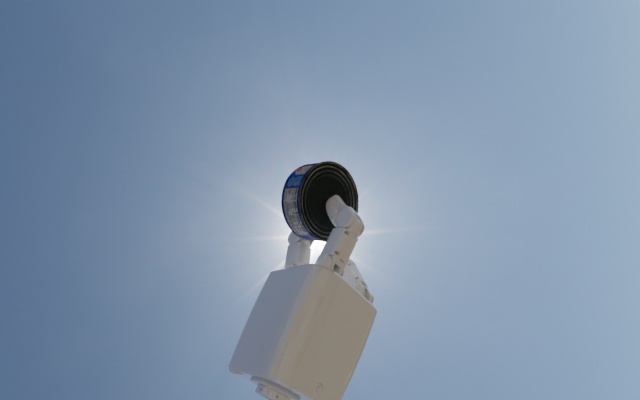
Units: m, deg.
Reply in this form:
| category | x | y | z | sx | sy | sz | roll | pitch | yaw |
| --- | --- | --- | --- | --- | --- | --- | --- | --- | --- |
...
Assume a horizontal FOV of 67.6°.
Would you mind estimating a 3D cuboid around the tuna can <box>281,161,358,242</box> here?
| category | x | y | z | sx | sy | sz | roll | pitch | yaw |
| --- | --- | --- | --- | --- | --- | --- | --- | --- | --- |
| tuna can | 0.000 | 0.002 | 0.515 | 0.086 | 0.086 | 0.034 | 0 | -1 | -42 |
